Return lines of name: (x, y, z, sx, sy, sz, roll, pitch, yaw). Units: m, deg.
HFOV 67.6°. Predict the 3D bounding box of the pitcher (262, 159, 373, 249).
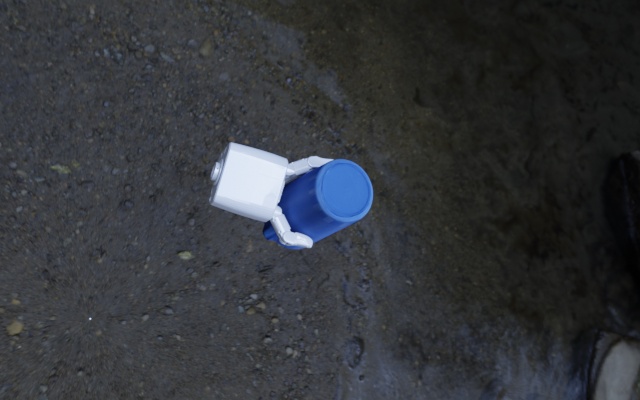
pitcher: (0.000, 0.003, 0.881, 0.145, 0.149, 0.243, 18, -20, -21)
